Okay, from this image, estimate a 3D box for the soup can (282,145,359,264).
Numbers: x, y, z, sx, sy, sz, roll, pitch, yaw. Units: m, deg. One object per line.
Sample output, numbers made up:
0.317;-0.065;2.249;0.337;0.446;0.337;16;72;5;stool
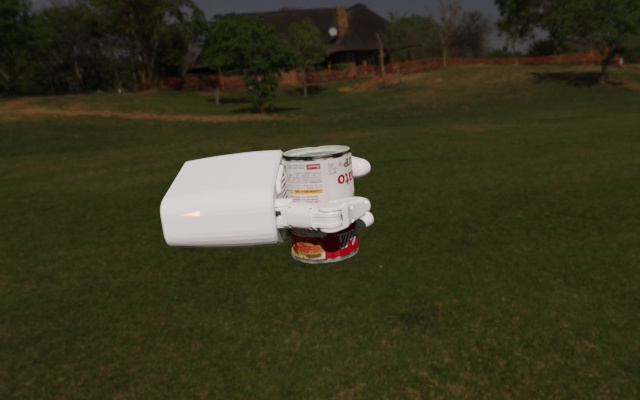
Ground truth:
0.001;0.001;0.467;0.068;0.102;0.068;-5;14;1;soup can
